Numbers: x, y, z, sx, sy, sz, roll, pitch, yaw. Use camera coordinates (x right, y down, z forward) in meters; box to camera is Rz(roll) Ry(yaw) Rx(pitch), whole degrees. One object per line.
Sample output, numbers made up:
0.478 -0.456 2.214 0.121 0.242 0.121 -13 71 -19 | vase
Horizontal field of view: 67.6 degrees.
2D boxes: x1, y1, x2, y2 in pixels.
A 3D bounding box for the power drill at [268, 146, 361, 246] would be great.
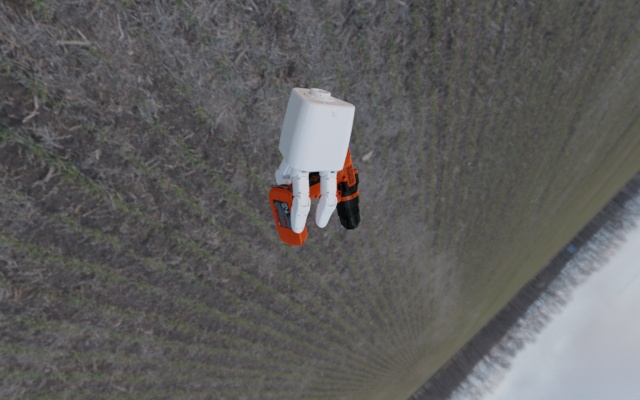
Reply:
0.000 0.003 0.847 0.057 0.184 0.187 7 31 40 | power drill
